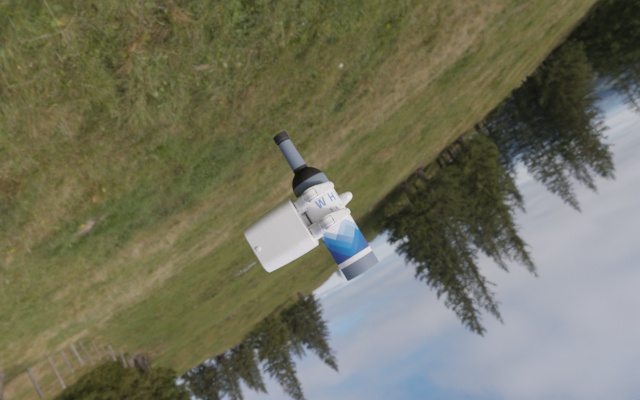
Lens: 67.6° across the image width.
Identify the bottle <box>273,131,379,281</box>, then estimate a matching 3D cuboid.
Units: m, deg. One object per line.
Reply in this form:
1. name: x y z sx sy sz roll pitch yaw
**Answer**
1. bottle: 0.000 0.003 0.871 0.069 0.295 0.069 -31 -6 -4
